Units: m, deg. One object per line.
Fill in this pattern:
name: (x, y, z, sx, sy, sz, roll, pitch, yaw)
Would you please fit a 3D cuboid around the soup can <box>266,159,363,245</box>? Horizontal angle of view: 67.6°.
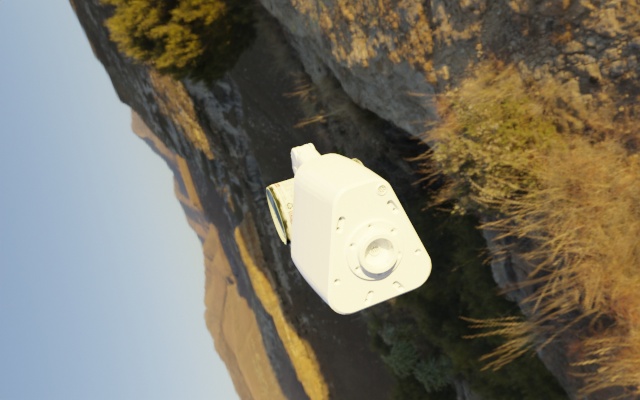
soup can: (0.000, 0.002, 0.517, 0.102, 0.068, 0.068, -18, 4, -13)
